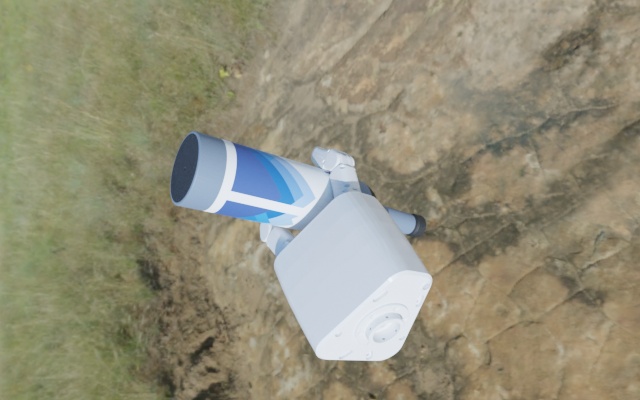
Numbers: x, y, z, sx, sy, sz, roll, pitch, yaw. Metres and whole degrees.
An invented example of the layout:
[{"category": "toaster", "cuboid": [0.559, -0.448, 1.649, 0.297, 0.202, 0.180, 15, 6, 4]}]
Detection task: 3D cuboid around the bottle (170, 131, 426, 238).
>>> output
[{"category": "bottle", "cuboid": [0.000, 0.002, 0.496, 0.296, 0.069, 0.069, 14, -8, -34]}]
